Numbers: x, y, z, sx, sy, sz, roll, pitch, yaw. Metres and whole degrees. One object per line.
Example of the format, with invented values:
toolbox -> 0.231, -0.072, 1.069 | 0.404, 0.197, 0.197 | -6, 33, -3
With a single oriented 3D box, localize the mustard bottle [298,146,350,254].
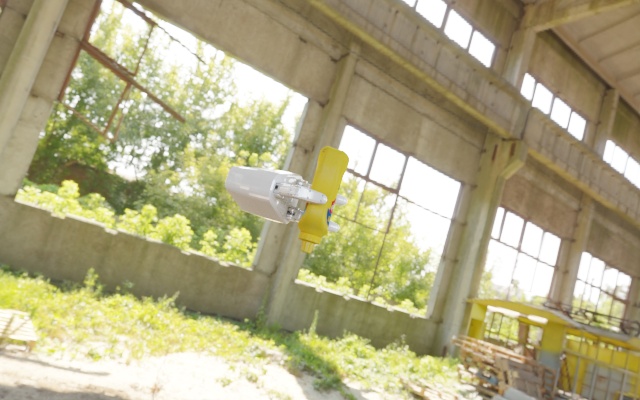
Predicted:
mustard bottle -> 0.001, 0.003, 0.875 | 0.058, 0.191, 0.096 | 17, -9, 1
